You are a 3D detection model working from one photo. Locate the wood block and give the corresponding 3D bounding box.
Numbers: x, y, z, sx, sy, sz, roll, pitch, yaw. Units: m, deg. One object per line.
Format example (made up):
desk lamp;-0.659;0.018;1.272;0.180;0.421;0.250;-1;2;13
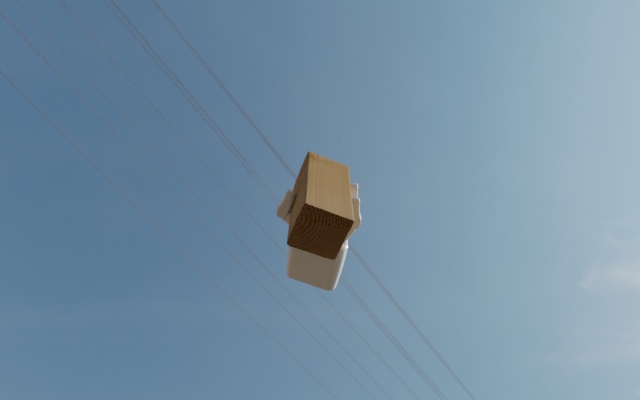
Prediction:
wood block;0.000;0.003;0.876;0.091;0.090;0.206;19;28;-10
